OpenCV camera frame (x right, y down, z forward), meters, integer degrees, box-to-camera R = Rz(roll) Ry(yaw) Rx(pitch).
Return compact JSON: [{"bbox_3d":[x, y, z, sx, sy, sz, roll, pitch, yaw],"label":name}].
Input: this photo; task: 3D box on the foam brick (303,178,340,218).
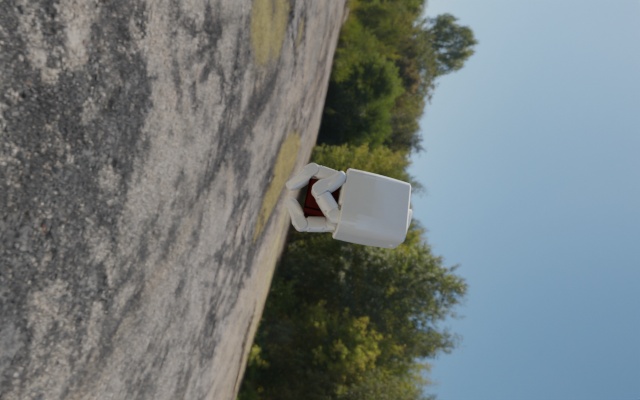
[{"bbox_3d":[0.000,0.003,0.793,0.051,0.053,0.078,12,-15,-1],"label":"foam brick"}]
